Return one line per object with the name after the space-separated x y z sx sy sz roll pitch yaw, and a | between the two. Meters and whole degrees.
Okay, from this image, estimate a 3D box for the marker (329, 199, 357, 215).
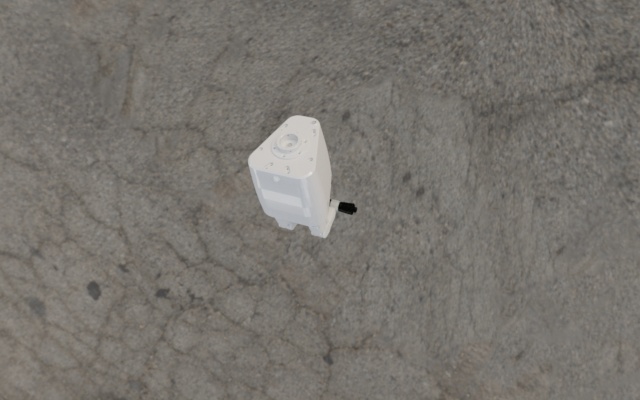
0.000 0.003 0.765 0.121 0.020 0.020 12 4 18 | marker
